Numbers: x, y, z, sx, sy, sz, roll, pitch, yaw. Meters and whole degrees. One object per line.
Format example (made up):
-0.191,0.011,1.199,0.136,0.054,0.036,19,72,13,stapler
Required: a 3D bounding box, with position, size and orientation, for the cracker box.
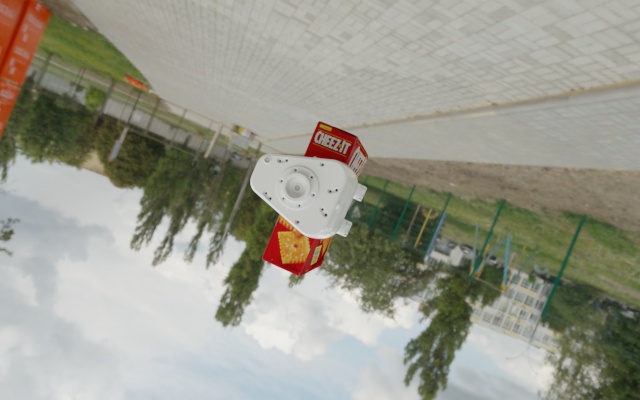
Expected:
0.000,0.003,0.745,0.072,0.213,0.164,24,1,11,cracker box
